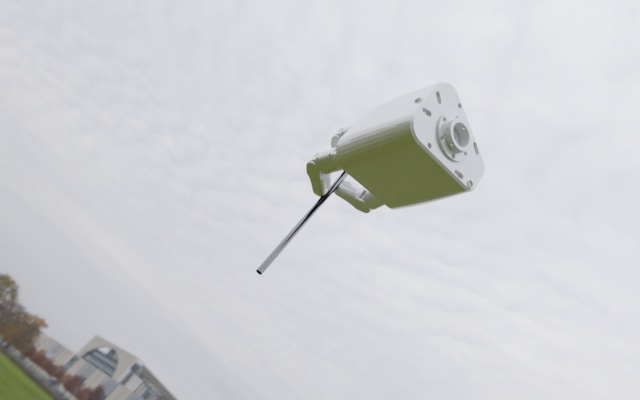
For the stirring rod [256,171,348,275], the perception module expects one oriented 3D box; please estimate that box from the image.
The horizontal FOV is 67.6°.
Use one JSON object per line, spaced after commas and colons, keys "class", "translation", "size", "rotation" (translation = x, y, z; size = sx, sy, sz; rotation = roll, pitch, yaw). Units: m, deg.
{"class": "stirring rod", "translation": [0.000, 0.002, 0.579], "size": [0.011, 0.011, 0.239], "rotation": [0, 39, 45]}
